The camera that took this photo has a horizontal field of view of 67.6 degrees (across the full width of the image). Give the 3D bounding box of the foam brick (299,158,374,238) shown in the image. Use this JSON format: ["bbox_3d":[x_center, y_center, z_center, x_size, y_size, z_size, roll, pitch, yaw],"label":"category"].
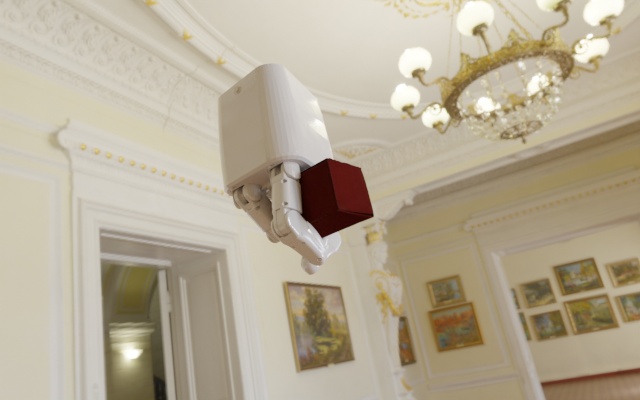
[{"bbox_3d":[0.000,0.001,0.447,0.078,0.051,0.053,-25,-24,36],"label":"foam brick"}]
